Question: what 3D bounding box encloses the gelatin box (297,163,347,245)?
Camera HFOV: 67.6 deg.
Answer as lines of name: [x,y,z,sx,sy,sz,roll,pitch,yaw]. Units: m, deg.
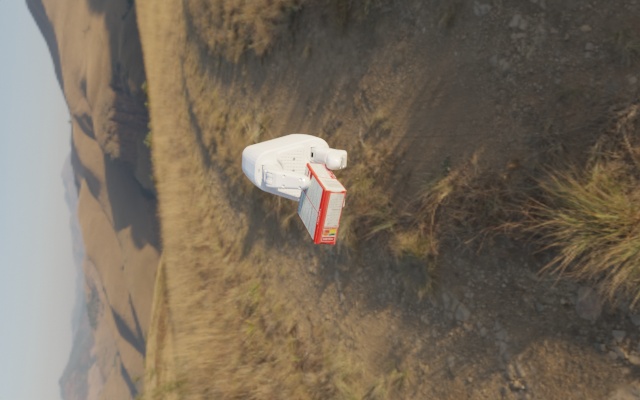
gelatin box: [0.000,0.002,0.598,0.030,0.073,0.089,3,25,-19]
